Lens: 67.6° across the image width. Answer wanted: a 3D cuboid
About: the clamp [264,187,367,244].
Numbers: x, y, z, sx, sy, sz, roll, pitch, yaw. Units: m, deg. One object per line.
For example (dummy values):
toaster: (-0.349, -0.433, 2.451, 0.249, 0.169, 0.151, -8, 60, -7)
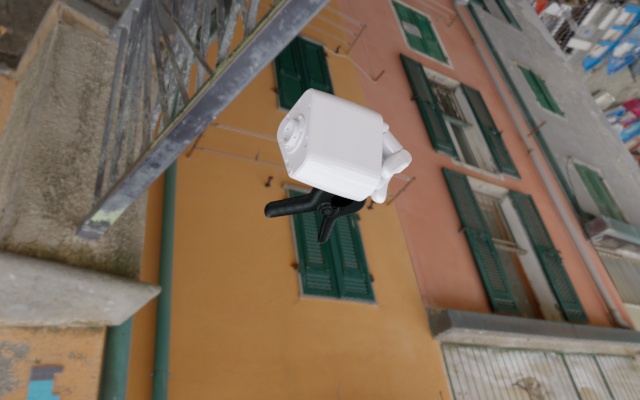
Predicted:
clamp: (0.000, 0.003, 0.695, 0.120, 0.039, 0.171, 18, -43, -28)
